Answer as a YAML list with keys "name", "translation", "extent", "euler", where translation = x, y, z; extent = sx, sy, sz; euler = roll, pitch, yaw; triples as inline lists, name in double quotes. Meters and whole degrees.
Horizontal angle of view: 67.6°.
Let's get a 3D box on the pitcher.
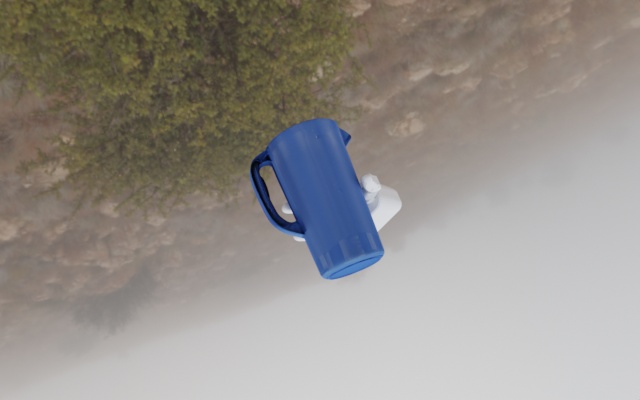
- name: "pitcher"
  translation: [0.000, 0.003, 0.776]
  extent: [0.149, 0.242, 0.145]
  euler: [-31, -19, 26]
